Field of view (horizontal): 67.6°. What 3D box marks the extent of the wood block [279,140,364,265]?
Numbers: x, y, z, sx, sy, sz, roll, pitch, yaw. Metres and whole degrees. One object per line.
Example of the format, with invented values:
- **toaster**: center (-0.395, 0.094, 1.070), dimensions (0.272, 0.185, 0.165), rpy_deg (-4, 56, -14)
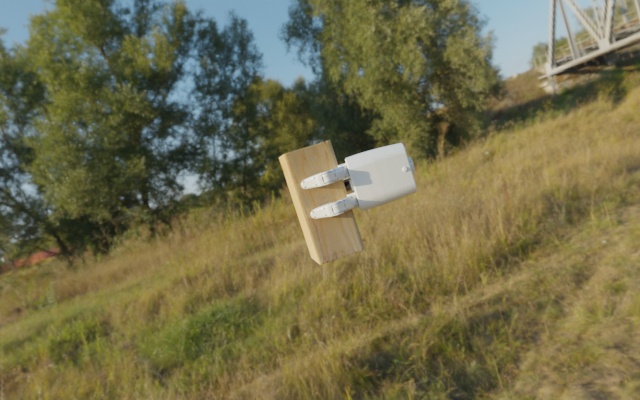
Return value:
- **wood block**: center (0.000, 0.003, 0.885), dimensions (0.090, 0.206, 0.091), rpy_deg (-18, 5, -9)
